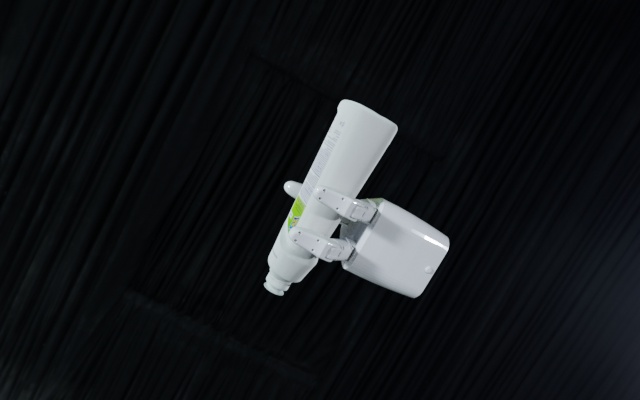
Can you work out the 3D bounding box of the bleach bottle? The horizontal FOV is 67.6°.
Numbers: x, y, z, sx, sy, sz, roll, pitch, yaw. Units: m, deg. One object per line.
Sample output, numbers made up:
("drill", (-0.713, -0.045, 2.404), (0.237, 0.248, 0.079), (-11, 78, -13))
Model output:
("bleach bottle", (0.000, 0.002, 0.593), (0.068, 0.251, 0.102), (27, 9, -14))
